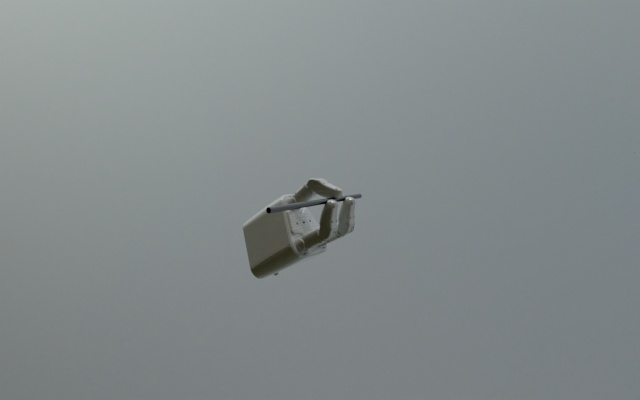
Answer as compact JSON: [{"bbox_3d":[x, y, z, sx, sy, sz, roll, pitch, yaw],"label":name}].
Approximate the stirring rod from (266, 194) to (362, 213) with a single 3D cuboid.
[{"bbox_3d":[0.000,0.002,0.704,0.011,0.011,0.239,0,5,33],"label":"stirring rod"}]
